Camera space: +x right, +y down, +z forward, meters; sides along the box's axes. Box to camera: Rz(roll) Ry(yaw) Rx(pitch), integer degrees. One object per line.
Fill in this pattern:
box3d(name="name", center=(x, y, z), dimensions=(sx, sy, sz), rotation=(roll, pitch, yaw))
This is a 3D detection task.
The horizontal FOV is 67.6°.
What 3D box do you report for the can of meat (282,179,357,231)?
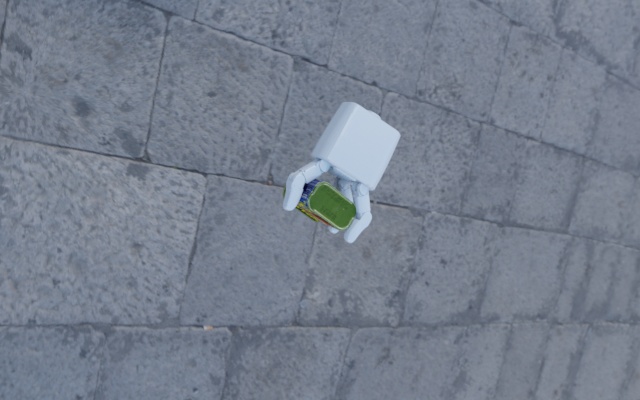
box3d(name="can of meat", center=(0.000, 0.003, 0.792), dimensions=(0.102, 0.057, 0.084), rotation=(36, -9, -32))
